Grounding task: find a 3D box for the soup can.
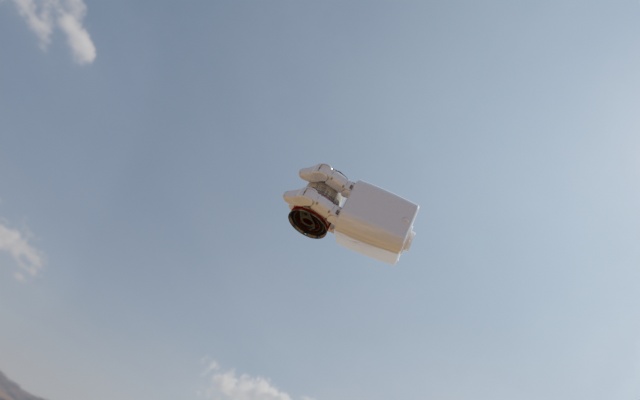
[{"bbox_3d":[0.000,0.002,0.781,0.068,0.102,0.069,20,-35,15],"label":"soup can"}]
